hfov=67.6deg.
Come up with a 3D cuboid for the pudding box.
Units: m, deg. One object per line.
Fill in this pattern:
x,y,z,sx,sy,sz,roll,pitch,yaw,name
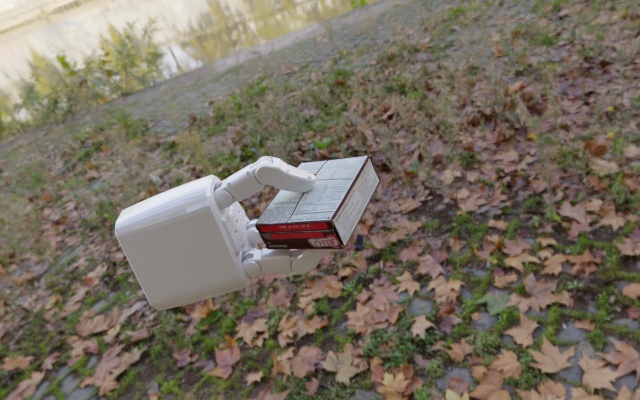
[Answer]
0.000,0.001,0.482,0.090,0.039,0.113,-3,37,32,pudding box
